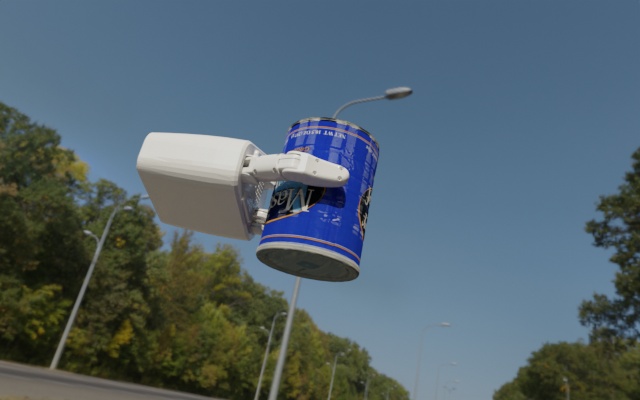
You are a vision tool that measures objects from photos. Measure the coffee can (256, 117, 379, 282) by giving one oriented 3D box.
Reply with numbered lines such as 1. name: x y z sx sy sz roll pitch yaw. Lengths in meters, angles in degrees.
1. coffee can: 0.000 0.002 0.491 0.103 0.140 0.103 10 -22 4
